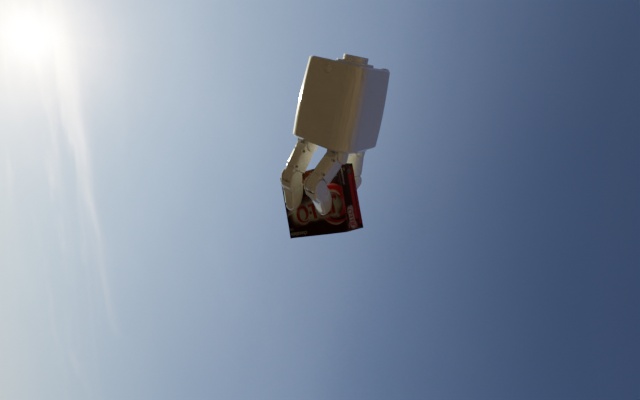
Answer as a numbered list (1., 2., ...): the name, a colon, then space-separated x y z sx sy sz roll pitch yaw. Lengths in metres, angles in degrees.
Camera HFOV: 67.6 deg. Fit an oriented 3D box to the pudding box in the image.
1. pudding box: 0.000 0.002 0.657 0.113 0.090 0.039 -11 -2 44
